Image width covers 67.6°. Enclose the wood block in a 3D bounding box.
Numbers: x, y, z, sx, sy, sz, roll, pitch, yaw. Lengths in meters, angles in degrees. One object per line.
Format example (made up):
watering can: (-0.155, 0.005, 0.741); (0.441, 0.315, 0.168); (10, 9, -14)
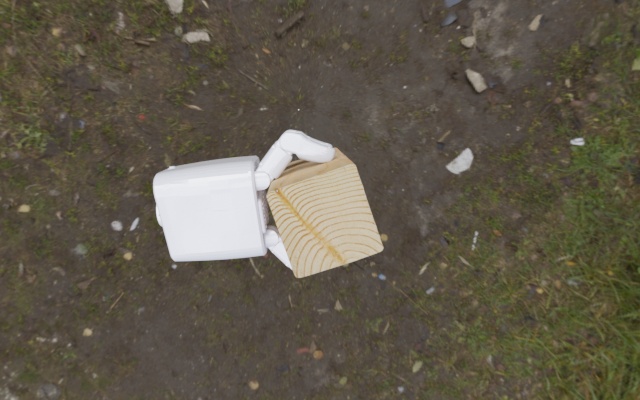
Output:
wood block: (0.000, 0.002, 0.543); (0.090, 0.091, 0.206); (-19, 11, 1)
